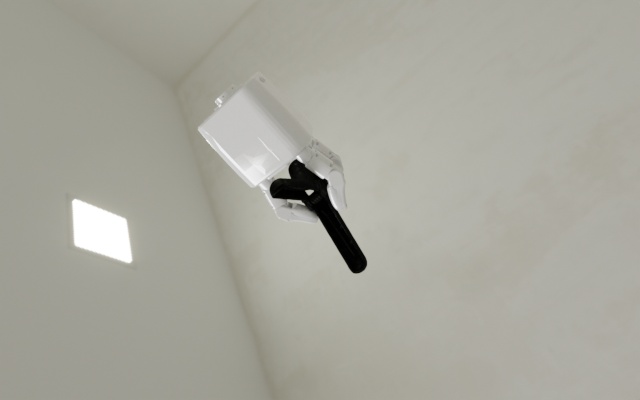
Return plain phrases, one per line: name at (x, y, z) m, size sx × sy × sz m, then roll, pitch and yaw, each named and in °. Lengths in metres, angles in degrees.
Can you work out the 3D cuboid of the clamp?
clamp at (-0.001, 0.002, 0.654) m, size 0.036 × 0.164 × 0.210 m, roll -38°, pitch 17°, yaw 14°
